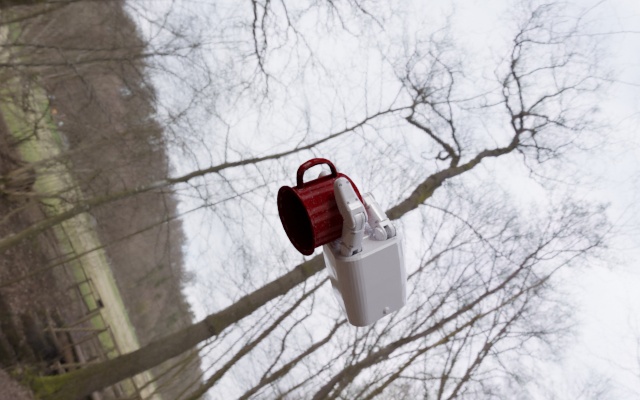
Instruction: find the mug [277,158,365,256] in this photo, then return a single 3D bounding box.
[{"bbox_3d":[0.000,0.001,0.600,0.081,0.117,0.093,-21,26,-26],"label":"mug"}]
